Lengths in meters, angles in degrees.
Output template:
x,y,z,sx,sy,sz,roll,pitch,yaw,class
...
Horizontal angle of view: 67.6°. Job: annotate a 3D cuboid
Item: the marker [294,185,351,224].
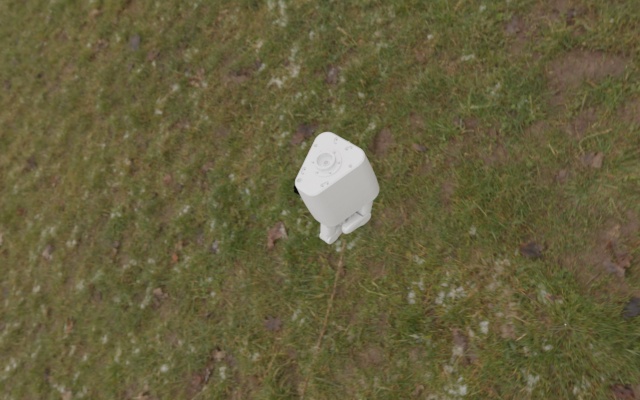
x,y,z,sx,sy,sz,roll,pitch,yaw,class
0.000,0.003,0.817,0.121,0.020,0.020,32,16,29,marker
